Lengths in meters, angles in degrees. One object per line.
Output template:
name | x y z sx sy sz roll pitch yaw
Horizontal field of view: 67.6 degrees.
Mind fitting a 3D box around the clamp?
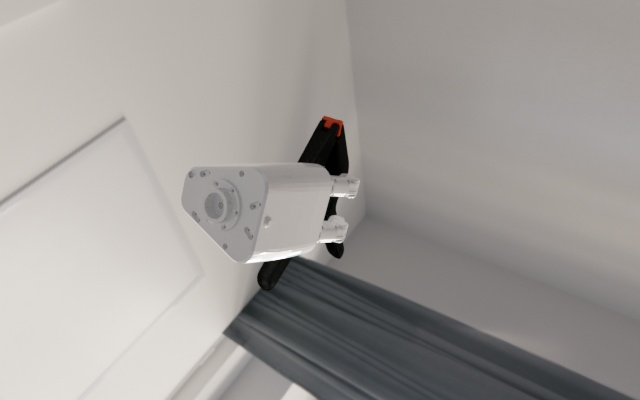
clamp | -0.001 0.001 0.598 0.036 0.210 0.164 22 14 30
